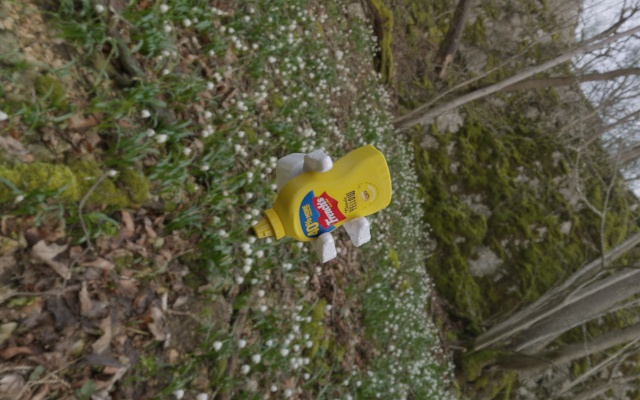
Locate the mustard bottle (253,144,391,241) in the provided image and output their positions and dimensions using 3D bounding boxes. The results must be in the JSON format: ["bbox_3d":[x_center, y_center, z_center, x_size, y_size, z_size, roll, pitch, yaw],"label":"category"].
[{"bbox_3d":[0.000,0.002,0.638,0.191,0.096,0.058,-24,42,-14],"label":"mustard bottle"}]
